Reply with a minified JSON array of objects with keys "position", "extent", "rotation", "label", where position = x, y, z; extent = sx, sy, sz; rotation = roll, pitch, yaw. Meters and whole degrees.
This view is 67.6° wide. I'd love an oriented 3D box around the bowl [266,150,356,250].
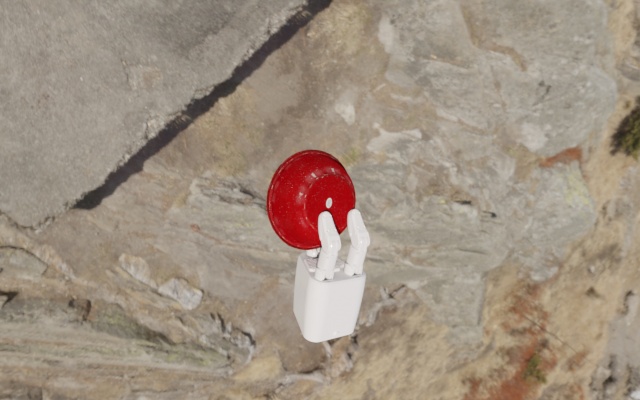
[{"position":[0.000,0.001,0.738],"extent":[0.162,0.162,0.055],"rotation":[0,6,-33],"label":"bowl"}]
